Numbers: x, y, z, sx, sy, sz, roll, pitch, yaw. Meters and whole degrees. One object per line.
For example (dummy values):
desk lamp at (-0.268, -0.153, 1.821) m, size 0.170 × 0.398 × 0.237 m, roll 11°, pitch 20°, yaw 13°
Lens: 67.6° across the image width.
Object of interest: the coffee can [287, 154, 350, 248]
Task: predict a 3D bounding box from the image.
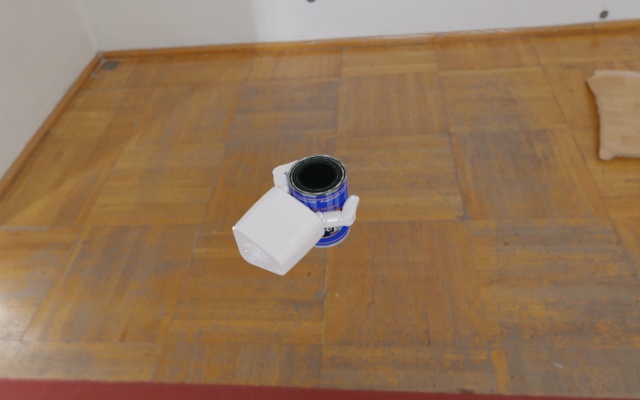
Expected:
coffee can at (0.000, 0.003, 0.861) m, size 0.103 × 0.102 × 0.140 m, roll 0°, pitch -43°, yaw 7°
